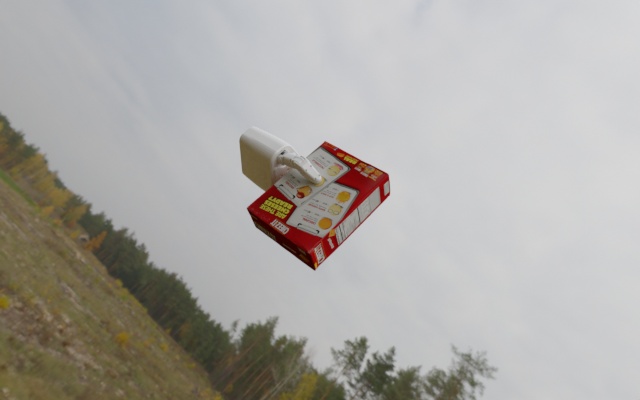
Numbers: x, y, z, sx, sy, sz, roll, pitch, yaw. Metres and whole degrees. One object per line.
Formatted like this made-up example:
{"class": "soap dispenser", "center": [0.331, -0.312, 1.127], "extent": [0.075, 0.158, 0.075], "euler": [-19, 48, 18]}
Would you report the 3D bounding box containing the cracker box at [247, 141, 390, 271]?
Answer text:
{"class": "cracker box", "center": [0.000, 0.003, 0.883], "extent": [0.164, 0.213, 0.072], "euler": [32, -26, 33]}
